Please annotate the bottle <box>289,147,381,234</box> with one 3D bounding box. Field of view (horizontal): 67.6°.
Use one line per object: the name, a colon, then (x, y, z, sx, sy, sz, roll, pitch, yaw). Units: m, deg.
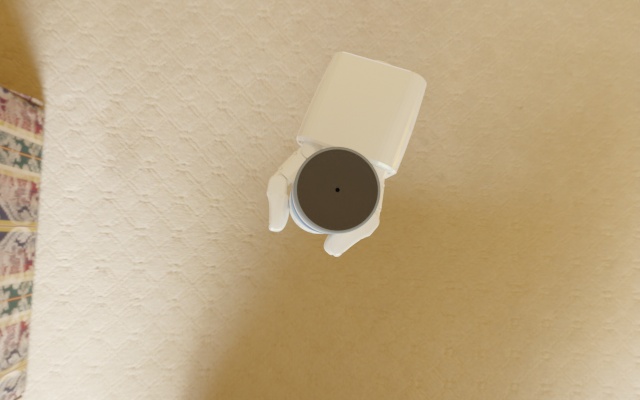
bottle: (0.000, 0.002, 0.506, 0.069, 0.069, 0.296, 0, -4, -5)
